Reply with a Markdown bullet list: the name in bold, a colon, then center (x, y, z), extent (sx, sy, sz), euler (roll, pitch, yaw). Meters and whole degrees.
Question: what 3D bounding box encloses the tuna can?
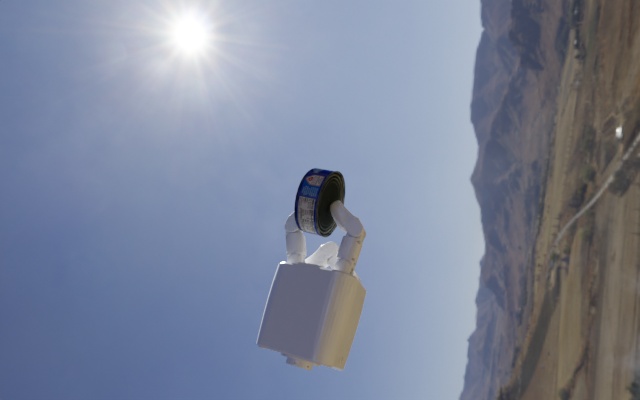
- **tuna can**: center (0.000, 0.002, 0.612), extent (0.034, 0.086, 0.086), euler (12, 5, 23)
